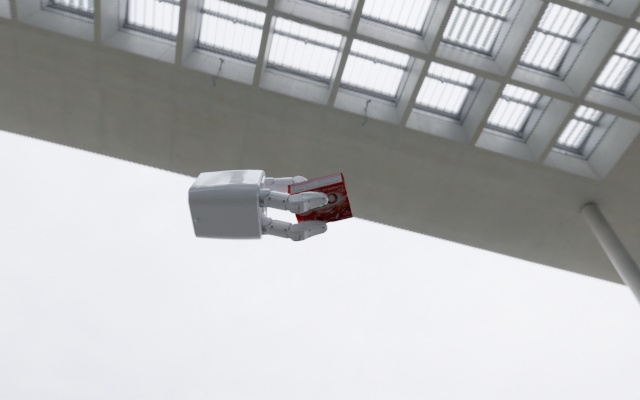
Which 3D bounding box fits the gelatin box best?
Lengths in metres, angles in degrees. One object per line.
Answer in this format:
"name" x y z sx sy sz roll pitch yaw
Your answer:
"gelatin box" 0.000 0.002 0.745 0.089 0.073 0.030 -14 36 4
